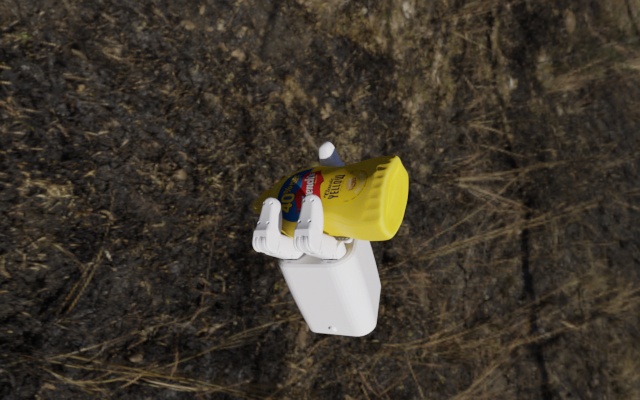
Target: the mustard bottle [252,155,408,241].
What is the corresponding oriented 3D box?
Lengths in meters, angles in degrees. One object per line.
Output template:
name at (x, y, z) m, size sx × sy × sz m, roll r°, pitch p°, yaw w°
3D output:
mustard bottle at (0.000, 0.002, 0.550) m, size 0.191 × 0.096 × 0.058 m, roll -5°, pitch -39°, yaw 33°
